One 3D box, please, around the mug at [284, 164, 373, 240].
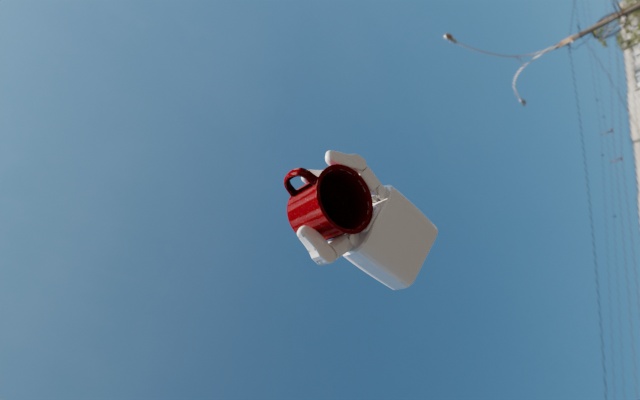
[{"bbox_3d":[-0.001,0.001,0.630,0.117,0.093,0.081,39,-37,-20],"label":"mug"}]
